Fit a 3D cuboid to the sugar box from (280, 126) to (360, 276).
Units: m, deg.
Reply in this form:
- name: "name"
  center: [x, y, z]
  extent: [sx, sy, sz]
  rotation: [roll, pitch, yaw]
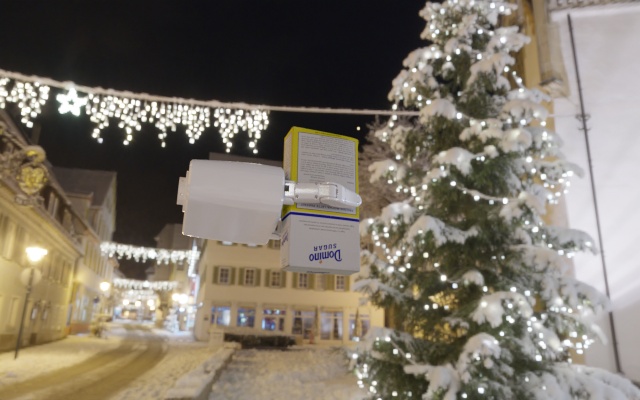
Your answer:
- name: "sugar box"
  center: [0.000, 0.002, 0.597]
  extent: [0.093, 0.176, 0.048]
  rotation: [8, -17, -19]
